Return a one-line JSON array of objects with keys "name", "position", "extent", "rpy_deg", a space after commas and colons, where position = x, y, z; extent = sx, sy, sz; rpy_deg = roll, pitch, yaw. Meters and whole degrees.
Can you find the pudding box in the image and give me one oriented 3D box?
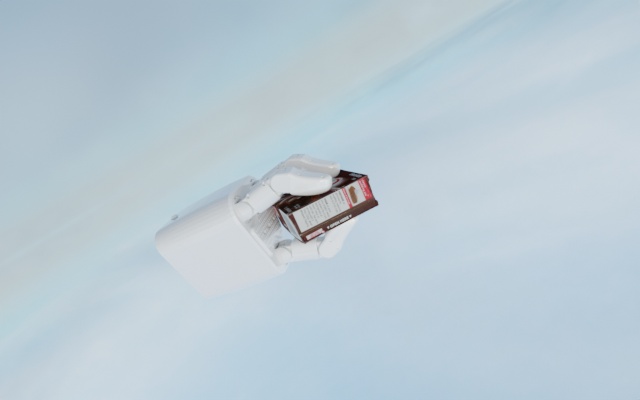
[{"name": "pudding box", "position": [0.000, 0.002, 0.514], "extent": [0.090, 0.039, 0.113], "rpy_deg": [-28, 15, -10]}]
